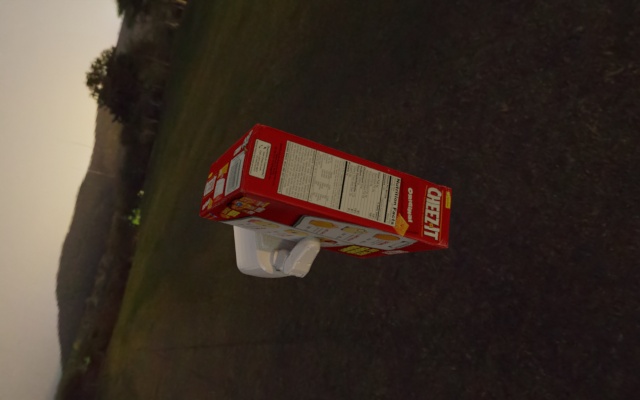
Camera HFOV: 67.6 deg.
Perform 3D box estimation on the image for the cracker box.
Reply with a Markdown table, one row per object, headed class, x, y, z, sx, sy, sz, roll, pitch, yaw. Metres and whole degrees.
| class | x | y | z | sx | sy | sz | roll | pitch | yaw |
| --- | --- | --- | --- | --- | --- | --- | --- | --- | --- |
| cracker box | 0.000 | 0.002 | 0.498 | 0.214 | 0.072 | 0.164 | 16 | -16 | -23 |
